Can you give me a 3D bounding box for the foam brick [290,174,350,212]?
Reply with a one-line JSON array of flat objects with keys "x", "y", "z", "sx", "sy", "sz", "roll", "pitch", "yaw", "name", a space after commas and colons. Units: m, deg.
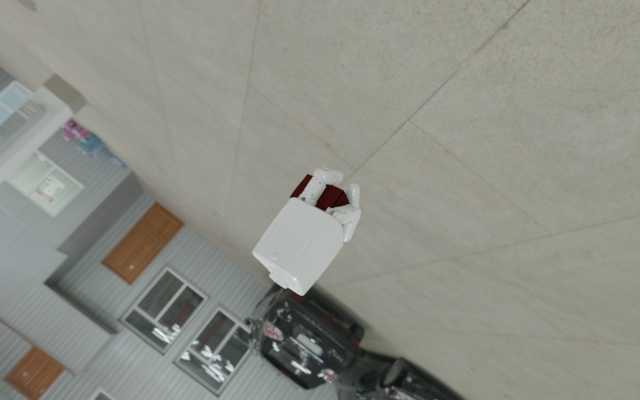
[{"x": 0.000, "y": 0.002, "z": 0.765, "sx": 0.078, "sy": 0.051, "sz": 0.053, "roll": 26, "pitch": -21, "yaw": 32, "name": "foam brick"}]
